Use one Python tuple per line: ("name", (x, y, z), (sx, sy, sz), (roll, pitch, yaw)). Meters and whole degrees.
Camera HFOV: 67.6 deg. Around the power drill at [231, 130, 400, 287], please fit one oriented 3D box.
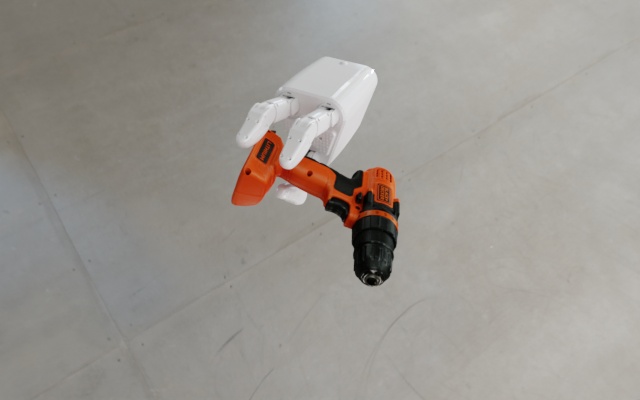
("power drill", (0.000, 0.001, 0.539), (0.187, 0.057, 0.184), (23, 35, -8))
